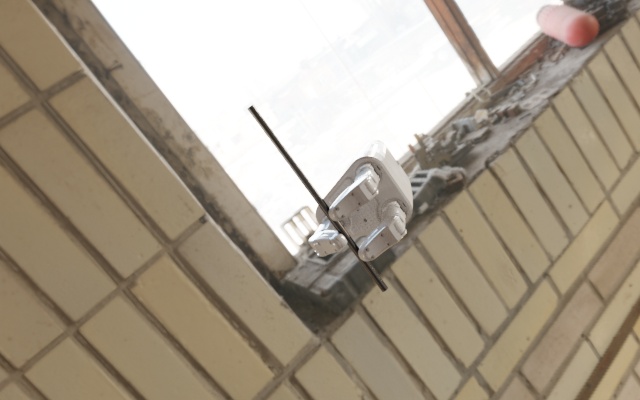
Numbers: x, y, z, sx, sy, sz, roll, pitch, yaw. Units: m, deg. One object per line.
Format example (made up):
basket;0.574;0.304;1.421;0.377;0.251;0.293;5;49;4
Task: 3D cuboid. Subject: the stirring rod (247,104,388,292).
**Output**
stirring rod;0.000;0.002;0.498;0.011;0.239;0.011;-35;11;8
